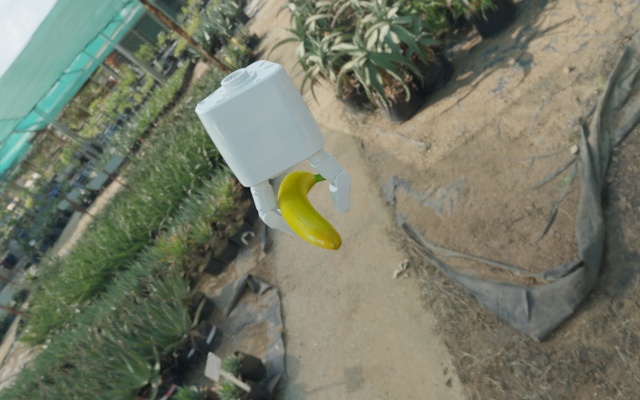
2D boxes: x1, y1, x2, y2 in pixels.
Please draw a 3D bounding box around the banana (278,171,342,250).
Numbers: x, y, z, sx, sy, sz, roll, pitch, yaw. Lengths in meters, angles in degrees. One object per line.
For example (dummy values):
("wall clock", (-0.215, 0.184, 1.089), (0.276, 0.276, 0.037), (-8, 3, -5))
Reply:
("banana", (-0.019, 0.003, 0.598), (0.069, 0.037, 0.197), (-9, 28, 0))
